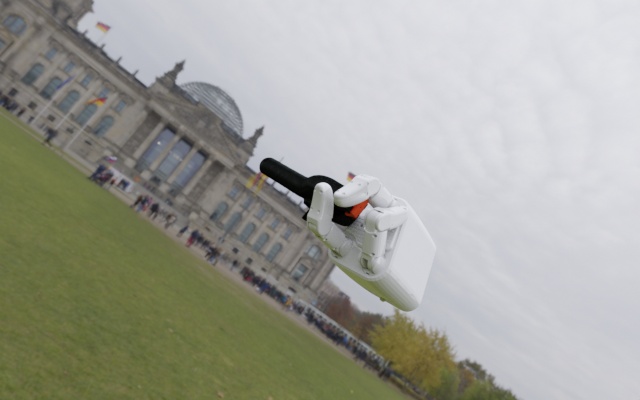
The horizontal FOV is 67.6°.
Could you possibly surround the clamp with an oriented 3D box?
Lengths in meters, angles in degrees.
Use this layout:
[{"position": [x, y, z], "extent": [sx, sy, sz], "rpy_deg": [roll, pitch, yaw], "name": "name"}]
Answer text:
[{"position": [0.001, 0.002, 0.622], "extent": [0.171, 0.039, 0.120], "rpy_deg": [23, -17, 45], "name": "clamp"}]
